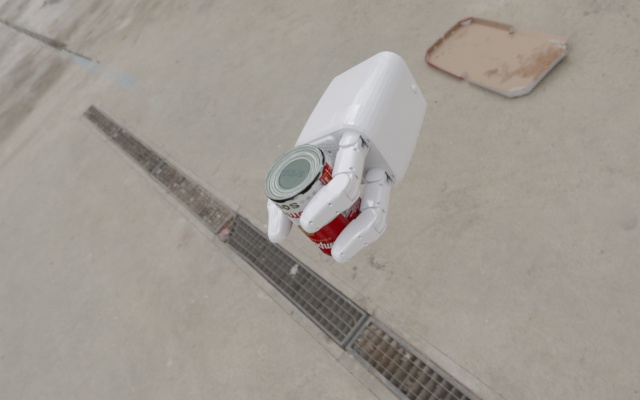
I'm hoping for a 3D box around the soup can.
[{"bbox_3d":[0.000,0.002,0.471,0.068,0.068,0.102,0,-35,38],"label":"soup can"}]
